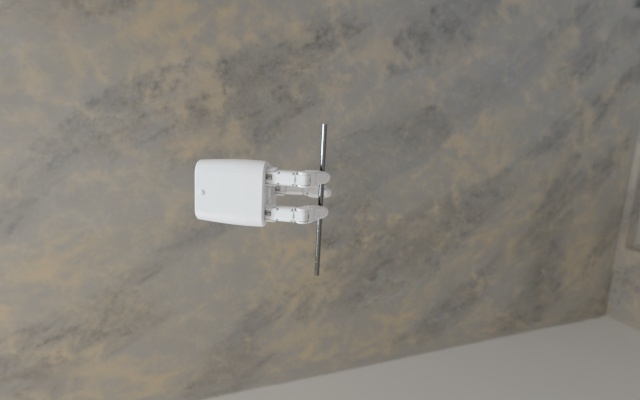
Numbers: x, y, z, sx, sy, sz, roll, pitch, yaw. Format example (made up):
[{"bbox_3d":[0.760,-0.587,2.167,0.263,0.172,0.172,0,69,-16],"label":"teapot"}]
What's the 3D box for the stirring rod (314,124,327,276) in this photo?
[{"bbox_3d":[0.000,0.002,0.745,0.011,0.239,0.011,3,12,-1],"label":"stirring rod"}]
